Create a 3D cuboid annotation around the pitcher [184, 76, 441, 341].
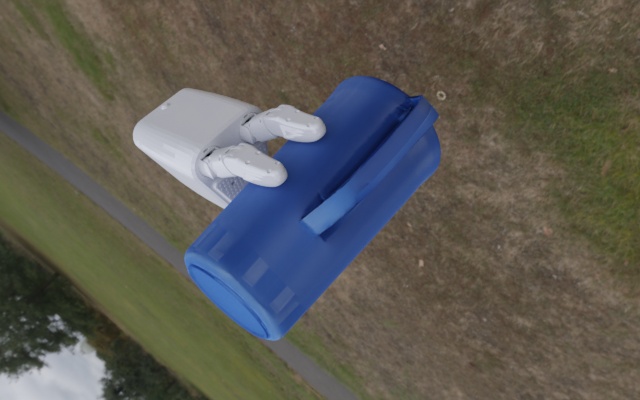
[{"bbox_3d":[0.000,0.001,0.436,0.145,0.242,0.149,25,-31,31],"label":"pitcher"}]
